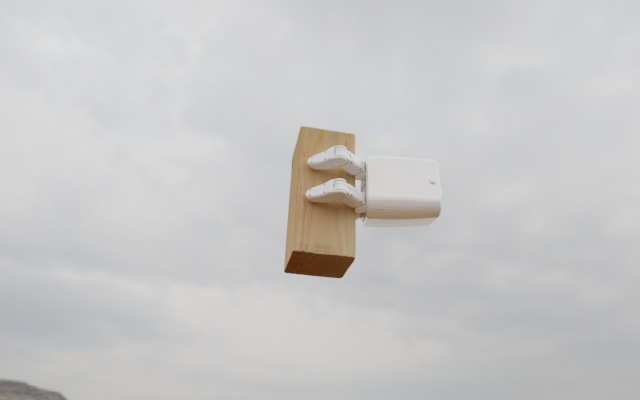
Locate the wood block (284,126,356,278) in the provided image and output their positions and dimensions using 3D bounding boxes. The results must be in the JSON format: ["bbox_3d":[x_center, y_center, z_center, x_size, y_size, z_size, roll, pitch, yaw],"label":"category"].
[{"bbox_3d":[0.000,0.002,0.722,0.090,0.206,0.091,7,-29,-8],"label":"wood block"}]
